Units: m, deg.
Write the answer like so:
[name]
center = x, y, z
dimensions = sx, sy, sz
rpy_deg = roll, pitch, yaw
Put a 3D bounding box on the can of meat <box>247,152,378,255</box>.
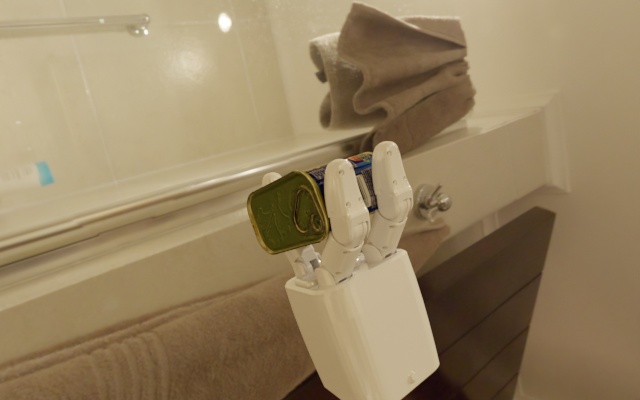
[can of meat]
center = 0.000, 0.001, 0.408
dimensions = 0.084, 0.057, 0.102
rpy_deg = -20, -1, -38
